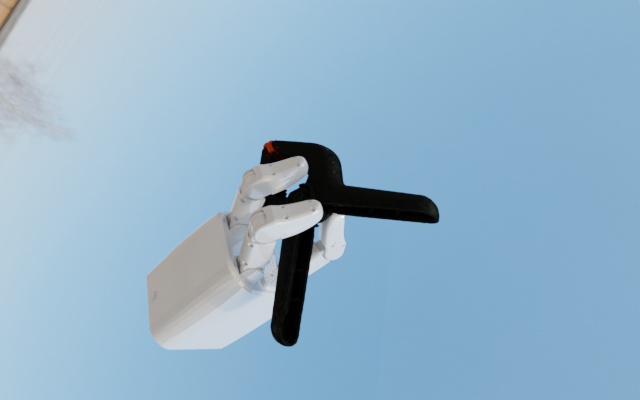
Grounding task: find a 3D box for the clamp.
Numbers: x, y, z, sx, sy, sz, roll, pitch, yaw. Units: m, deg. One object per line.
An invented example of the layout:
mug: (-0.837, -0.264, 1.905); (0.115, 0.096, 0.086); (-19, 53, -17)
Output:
clamp: (0.000, 0.002, 0.431); (0.164, 0.209, 0.036); (-36, -45, 12)
